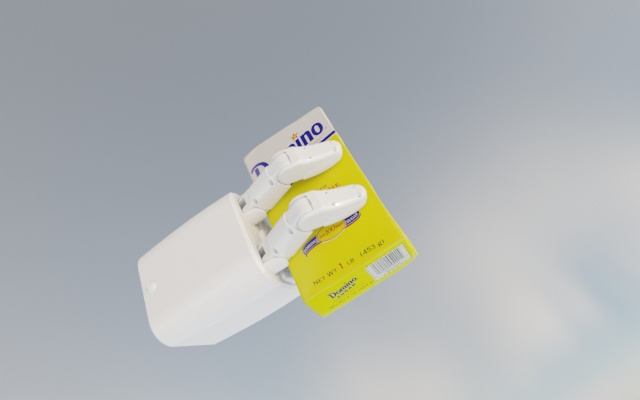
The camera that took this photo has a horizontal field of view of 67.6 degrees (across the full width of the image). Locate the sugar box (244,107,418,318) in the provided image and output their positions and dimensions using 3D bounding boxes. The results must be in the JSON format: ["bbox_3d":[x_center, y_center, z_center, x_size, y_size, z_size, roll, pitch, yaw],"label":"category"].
[{"bbox_3d":[0.000,0.001,0.420,0.093,0.176,0.048,-33,-37,5],"label":"sugar box"}]
